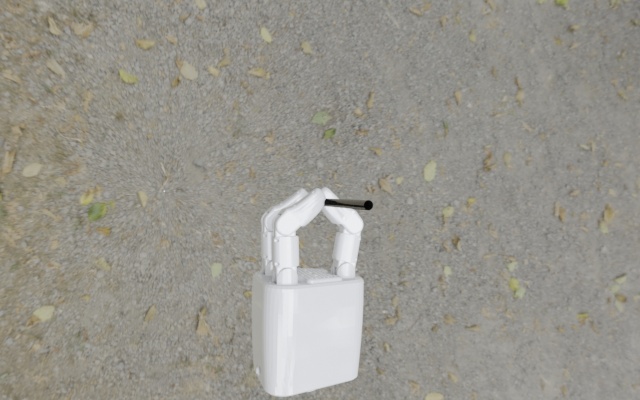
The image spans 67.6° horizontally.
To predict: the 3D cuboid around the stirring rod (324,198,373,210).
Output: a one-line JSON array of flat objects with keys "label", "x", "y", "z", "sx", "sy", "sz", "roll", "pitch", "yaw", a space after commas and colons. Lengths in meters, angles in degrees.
[{"label": "stirring rod", "x": 0.000, "y": 0.002, "z": 0.486, "sx": 0.011, "sy": 0.011, "sz": 0.239, "roll": 0, "pitch": 1, "yaw": -18}]
